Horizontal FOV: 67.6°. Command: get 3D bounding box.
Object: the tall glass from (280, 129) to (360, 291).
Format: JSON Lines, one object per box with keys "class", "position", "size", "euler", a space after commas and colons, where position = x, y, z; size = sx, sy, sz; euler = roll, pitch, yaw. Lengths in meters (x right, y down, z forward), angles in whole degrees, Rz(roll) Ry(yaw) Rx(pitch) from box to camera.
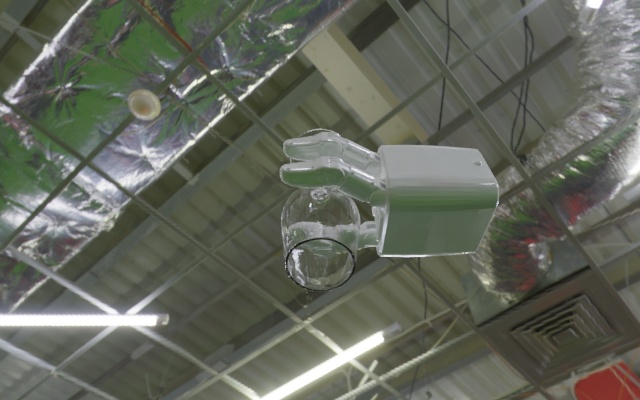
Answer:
{"class": "tall glass", "position": [0.000, 0.001, 0.497], "size": [0.079, 0.079, 0.201], "euler": [0, 34, 0]}
